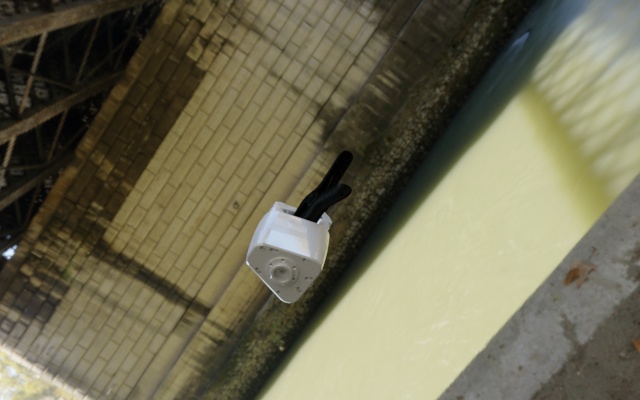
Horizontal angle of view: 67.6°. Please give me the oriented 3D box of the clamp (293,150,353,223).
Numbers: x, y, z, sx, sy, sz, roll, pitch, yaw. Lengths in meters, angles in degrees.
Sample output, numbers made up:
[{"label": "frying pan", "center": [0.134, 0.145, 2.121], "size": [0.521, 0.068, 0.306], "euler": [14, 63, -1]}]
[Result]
[{"label": "clamp", "center": [0.000, 0.002, 0.794], "size": [0.039, 0.171, 0.120], "euler": [33, 22, -10]}]
